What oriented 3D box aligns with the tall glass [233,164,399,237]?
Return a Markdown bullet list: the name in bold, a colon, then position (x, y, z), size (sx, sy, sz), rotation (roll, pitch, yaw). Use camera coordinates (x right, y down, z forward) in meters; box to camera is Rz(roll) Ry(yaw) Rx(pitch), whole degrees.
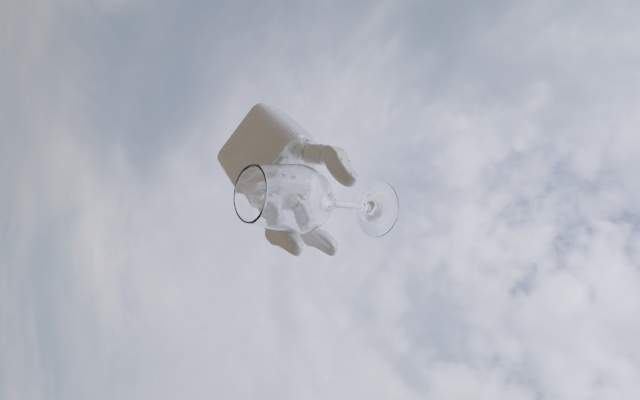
- **tall glass**: position (0.001, 0.002, 0.557), size (0.201, 0.079, 0.079), rotation (7, -5, -43)
